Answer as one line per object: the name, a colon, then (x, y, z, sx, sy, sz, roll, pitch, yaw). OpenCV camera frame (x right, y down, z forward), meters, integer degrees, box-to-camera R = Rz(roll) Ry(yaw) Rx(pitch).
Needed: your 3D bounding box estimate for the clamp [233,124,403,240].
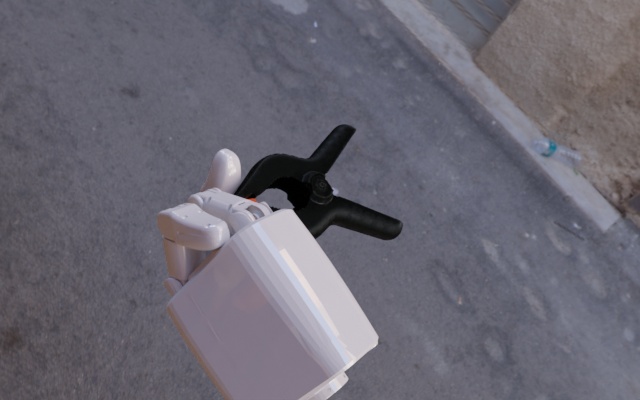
clamp: (0.000, 0.001, 0.410, 0.171, 0.120, 0.039, -26, -14, -40)
